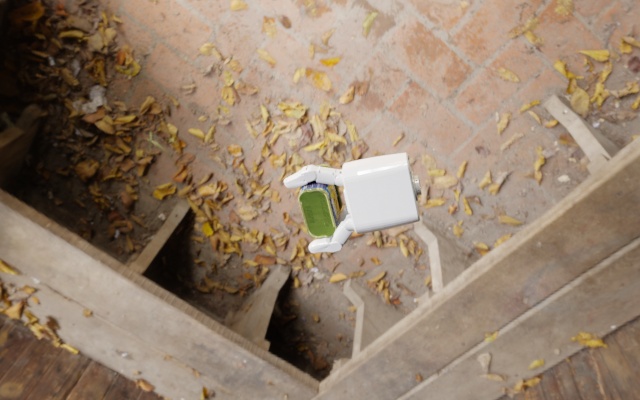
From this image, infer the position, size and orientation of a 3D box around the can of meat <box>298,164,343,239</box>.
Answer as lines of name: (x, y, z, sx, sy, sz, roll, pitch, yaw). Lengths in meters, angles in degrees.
can of meat: (0.000, 0.003, 0.821, 0.057, 0.102, 0.084, -8, 30, 12)
